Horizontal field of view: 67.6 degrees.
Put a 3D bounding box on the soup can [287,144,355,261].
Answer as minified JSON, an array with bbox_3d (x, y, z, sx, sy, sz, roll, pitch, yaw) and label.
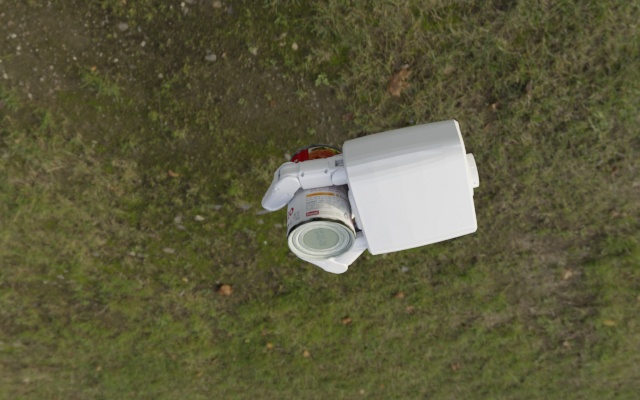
[{"bbox_3d":[0.000,0.002,0.487,0.068,0.102,0.069,-1,-41,-1],"label":"soup can"}]
